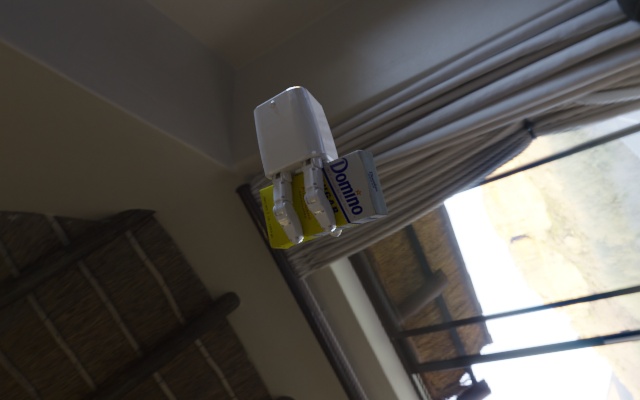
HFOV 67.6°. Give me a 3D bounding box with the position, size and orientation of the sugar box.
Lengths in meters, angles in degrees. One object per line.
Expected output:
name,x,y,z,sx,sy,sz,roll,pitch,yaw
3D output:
sugar box,0.000,0.002,0.677,0.176,0.093,0.048,-22,-14,31
